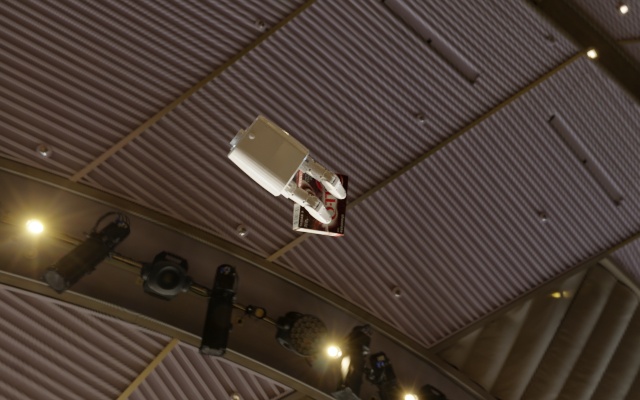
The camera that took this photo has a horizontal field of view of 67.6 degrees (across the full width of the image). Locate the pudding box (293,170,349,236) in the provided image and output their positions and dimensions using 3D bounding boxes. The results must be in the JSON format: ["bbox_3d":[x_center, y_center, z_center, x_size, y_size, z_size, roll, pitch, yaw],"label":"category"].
[{"bbox_3d":[0.000,0.003,0.855,0.090,0.113,0.039,10,-10,-22],"label":"pudding box"}]
